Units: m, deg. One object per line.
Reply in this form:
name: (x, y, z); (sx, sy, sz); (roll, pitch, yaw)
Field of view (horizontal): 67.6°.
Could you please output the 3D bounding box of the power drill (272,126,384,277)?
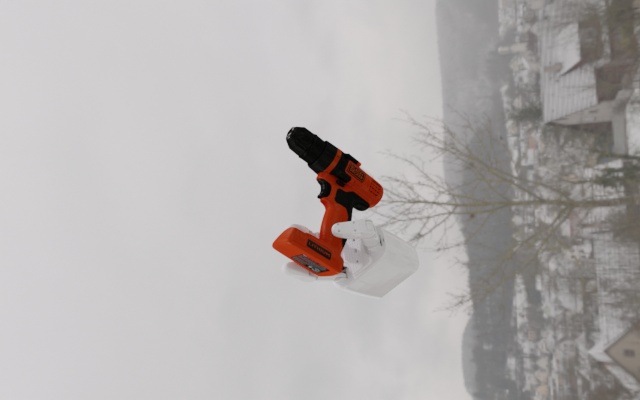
power drill: (0.000, 0.003, 0.706); (0.184, 0.187, 0.057); (35, -29, -20)
